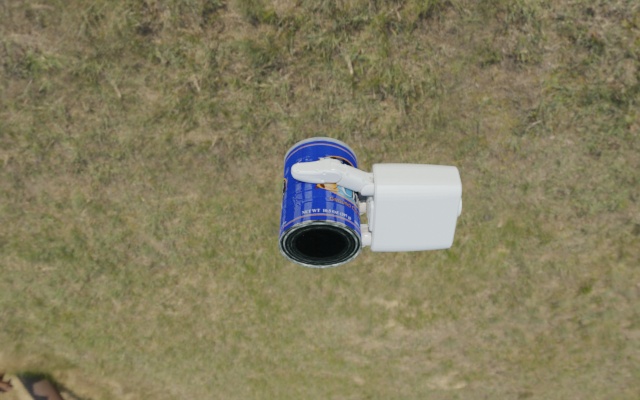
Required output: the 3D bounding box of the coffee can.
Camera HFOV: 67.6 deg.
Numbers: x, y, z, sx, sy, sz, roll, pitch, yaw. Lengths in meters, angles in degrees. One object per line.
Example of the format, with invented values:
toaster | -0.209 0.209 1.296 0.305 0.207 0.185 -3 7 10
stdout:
coffee can | 0.000 0.002 0.624 0.103 0.140 0.103 0 -39 0
